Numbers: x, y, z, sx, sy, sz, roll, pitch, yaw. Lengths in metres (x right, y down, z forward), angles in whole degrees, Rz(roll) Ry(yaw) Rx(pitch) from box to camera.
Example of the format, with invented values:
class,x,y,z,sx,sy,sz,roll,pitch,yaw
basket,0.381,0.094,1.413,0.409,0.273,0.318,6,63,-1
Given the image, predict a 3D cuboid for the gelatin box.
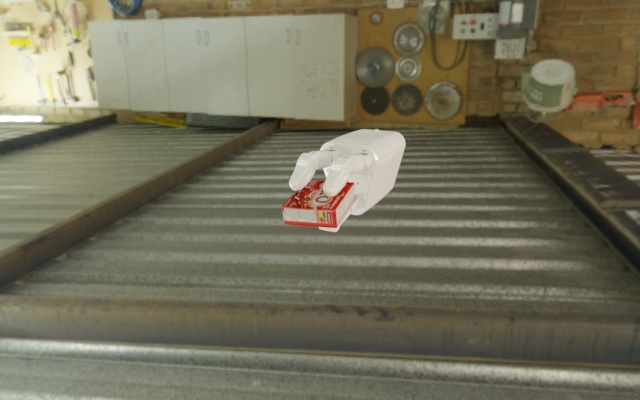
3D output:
class,x,y,z,sx,sy,sz,roll,pitch,yaw
gelatin box,0.000,0.003,0.634,0.073,0.030,0.089,4,27,21
